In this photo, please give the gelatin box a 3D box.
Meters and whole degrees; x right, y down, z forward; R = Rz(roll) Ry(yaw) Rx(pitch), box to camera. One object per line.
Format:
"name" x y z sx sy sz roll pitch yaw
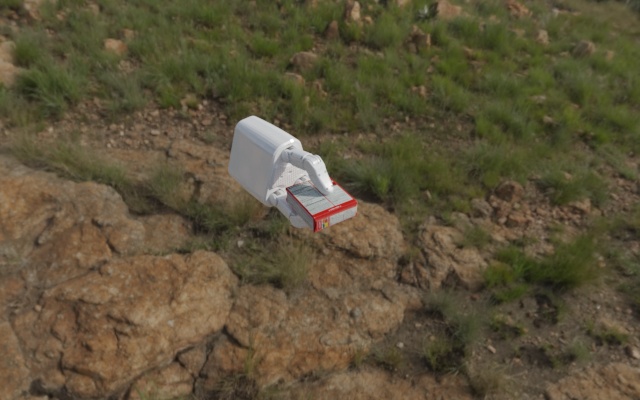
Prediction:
"gelatin box" 0.000 0.002 0.705 0.073 0.030 0.089 -20 40 -24
